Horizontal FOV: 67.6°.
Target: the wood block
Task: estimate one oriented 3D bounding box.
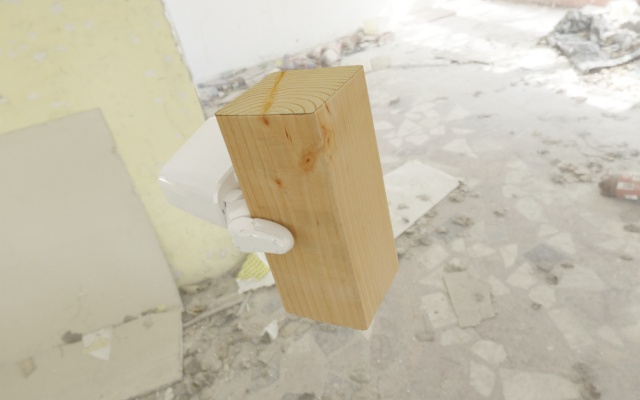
[{"bbox_3d":[0.000,0.001,0.413,0.090,0.206,0.090,5,36,30],"label":"wood block"}]
